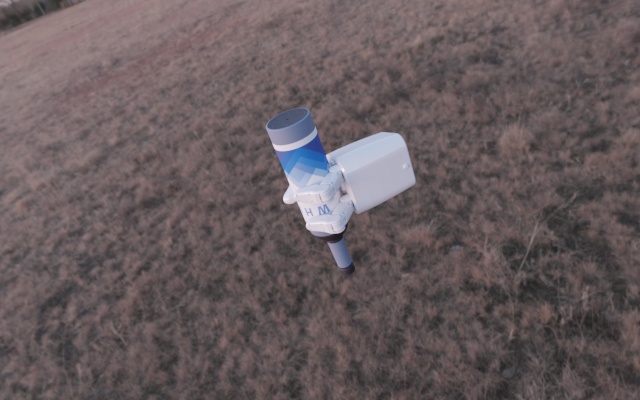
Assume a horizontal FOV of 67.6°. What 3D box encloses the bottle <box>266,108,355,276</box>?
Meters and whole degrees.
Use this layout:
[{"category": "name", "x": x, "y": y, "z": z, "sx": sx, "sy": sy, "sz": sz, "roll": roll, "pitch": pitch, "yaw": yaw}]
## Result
[{"category": "bottle", "x": 0.000, "y": 0.002, "z": 0.749, "sx": 0.069, "sy": 0.296, "sz": 0.069, "roll": -16, "pitch": 31, "yaw": 10}]
